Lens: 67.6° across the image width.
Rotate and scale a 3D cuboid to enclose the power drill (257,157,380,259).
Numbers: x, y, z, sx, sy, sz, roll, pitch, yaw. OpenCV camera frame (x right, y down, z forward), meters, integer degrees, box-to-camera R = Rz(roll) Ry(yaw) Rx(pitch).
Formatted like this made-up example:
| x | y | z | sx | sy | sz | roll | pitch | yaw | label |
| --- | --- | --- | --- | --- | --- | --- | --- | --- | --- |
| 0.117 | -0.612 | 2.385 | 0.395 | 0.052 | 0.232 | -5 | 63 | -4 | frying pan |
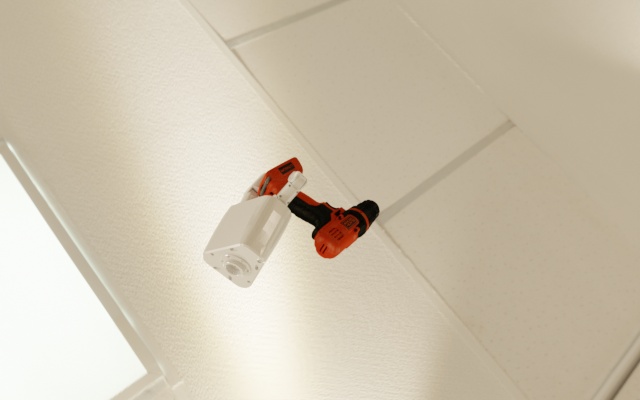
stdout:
| x | y | z | sx | sy | sz | roll | pitch | yaw | label |
| --- | --- | --- | --- | --- | --- | --- | --- | --- | --- |
| 0.000 | 0.003 | 0.830 | 0.187 | 0.057 | 0.184 | 36 | 35 | 14 | power drill |
